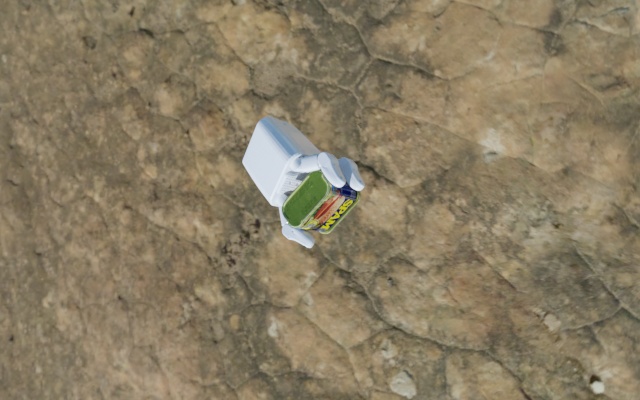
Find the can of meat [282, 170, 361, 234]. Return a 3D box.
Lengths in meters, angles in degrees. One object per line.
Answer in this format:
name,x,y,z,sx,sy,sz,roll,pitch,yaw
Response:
can of meat,0.000,0.003,0.754,0.102,0.057,0.084,-48,-31,20
